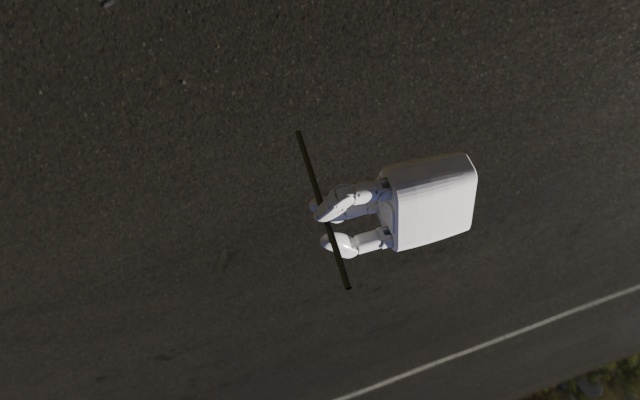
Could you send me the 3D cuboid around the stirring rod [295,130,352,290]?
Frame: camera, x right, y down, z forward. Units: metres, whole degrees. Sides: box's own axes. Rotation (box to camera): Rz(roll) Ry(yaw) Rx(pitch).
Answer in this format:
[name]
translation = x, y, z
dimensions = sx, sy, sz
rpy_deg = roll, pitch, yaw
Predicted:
[stirring rod]
translation = 0.000, 0.002, 0.599
dimensions = 0.011, 0.239, 0.011
rpy_deg = -13, -32, -8
